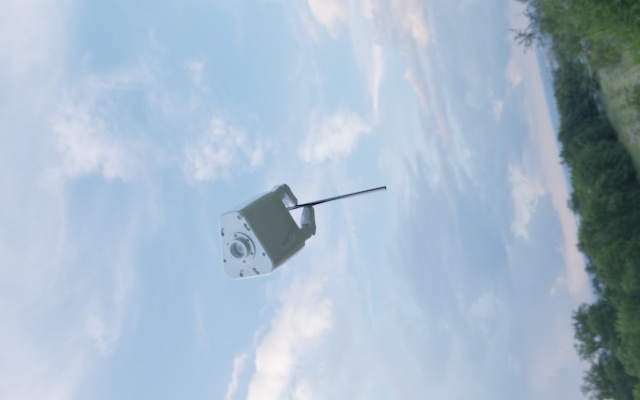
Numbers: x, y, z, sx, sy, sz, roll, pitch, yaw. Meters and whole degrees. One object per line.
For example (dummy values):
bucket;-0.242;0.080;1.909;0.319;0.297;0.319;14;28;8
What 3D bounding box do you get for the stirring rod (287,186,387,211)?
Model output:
stirring rod;0.000;0.003;0.827;0.239;0.011;0.011;-12;-5;26
